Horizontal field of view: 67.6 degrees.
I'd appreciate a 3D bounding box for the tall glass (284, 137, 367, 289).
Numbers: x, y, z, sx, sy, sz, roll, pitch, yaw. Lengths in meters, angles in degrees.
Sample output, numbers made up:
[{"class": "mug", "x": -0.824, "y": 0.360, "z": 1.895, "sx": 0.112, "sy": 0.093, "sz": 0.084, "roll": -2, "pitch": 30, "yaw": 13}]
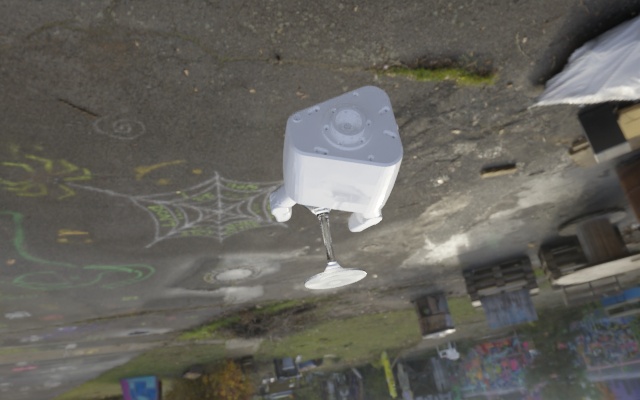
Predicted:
[{"class": "tall glass", "x": 0.000, "y": 0.003, "z": 0.593, "sx": 0.079, "sy": 0.201, "sz": 0.079, "roll": -9, "pitch": -23, "yaw": -4}]
